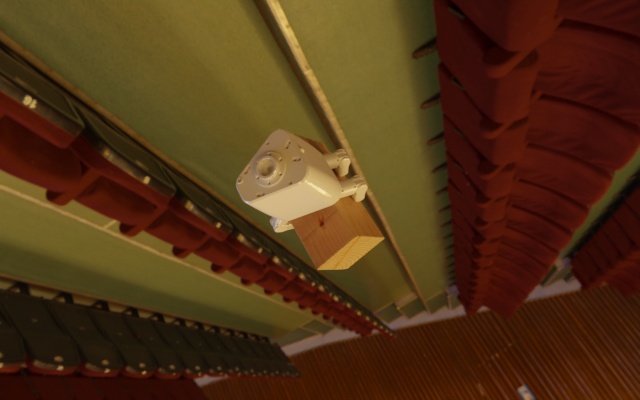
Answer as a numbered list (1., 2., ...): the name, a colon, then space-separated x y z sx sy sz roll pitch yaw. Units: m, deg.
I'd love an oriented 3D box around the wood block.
1. wood block: 0.000 0.003 0.782 0.091 0.206 0.090 -43 -28 25
